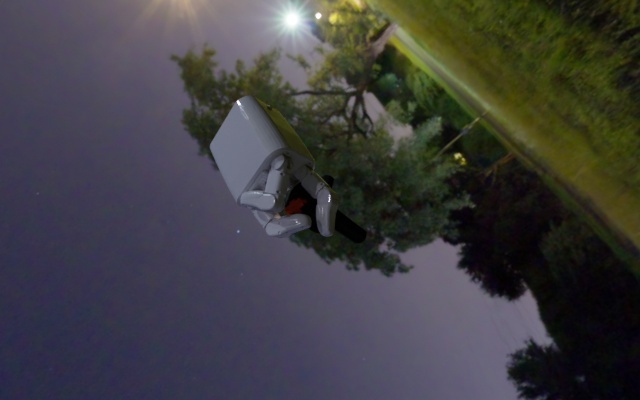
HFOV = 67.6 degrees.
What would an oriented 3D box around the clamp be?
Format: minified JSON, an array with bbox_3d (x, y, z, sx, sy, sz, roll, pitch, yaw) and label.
[{"bbox_3d":[0.000,0.003,0.684,0.039,0.120,0.171,-41,-27,16],"label":"clamp"}]
